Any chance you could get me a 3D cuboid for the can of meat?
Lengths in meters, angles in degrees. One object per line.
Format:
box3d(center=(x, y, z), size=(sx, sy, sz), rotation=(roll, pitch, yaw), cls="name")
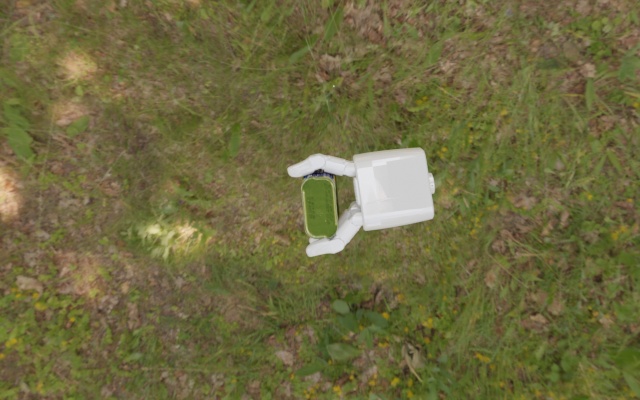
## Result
box3d(center=(0.000, 0.002, 0.750), size=(0.057, 0.102, 0.084), rotation=(-5, 13, 2), cls="can of meat")
